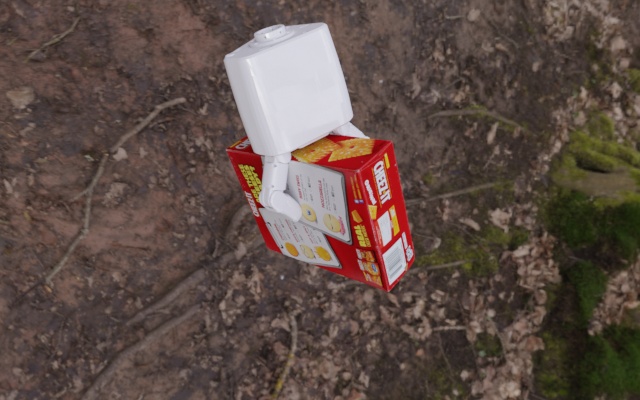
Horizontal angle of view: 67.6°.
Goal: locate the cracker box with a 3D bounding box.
[{"bbox_3d":[0.000,0.002,0.583,0.213,0.164,0.072,14,42,42],"label":"cracker box"}]
